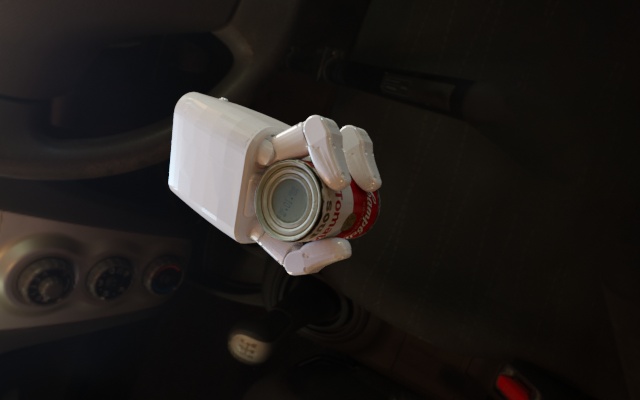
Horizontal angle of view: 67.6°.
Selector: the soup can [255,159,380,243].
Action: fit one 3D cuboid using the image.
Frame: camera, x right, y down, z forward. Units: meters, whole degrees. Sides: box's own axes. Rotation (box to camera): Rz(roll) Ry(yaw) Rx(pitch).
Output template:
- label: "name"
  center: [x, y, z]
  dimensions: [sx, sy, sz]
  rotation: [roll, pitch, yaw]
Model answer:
- label: "soup can"
  center: [0.000, 0.002, 0.415]
  dimensions: [0.068, 0.068, 0.102]
  rotation: [0, -2, 32]
